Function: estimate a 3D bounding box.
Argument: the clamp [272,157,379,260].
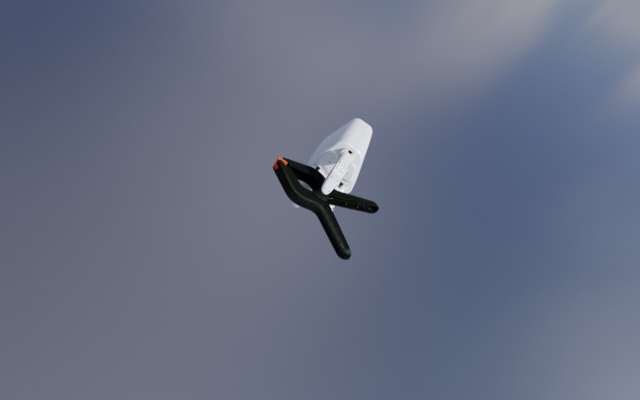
[{"bbox_3d":[0.000,0.002,0.839,0.210,0.036,0.164,35,39,-6],"label":"clamp"}]
